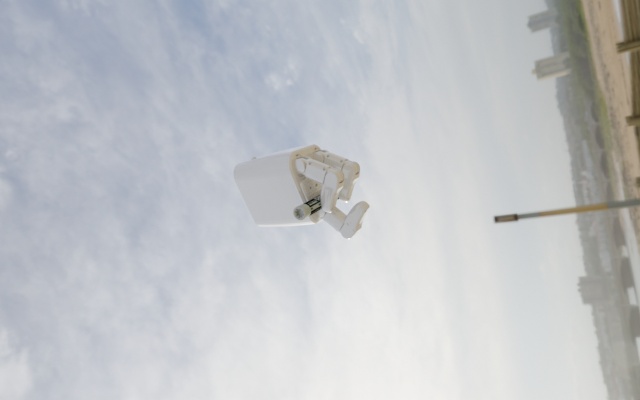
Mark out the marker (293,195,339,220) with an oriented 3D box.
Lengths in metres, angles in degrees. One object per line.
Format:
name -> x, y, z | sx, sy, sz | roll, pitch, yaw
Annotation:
marker -> 0.000, 0.002, 0.665 | 0.020, 0.020, 0.121 | 0, 14, 28
